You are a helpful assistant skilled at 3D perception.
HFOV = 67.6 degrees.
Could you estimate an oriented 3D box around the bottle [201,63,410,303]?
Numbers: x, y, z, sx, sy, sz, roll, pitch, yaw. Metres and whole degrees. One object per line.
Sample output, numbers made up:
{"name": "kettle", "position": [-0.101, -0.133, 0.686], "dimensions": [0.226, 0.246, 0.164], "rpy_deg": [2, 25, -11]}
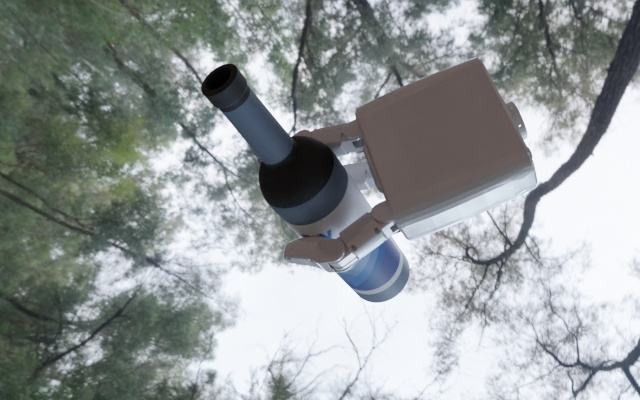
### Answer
{"name": "bottle", "position": [0.000, 0.002, 0.406], "dimensions": [0.069, 0.069, 0.296], "rpy_deg": [0, -32, 31]}
